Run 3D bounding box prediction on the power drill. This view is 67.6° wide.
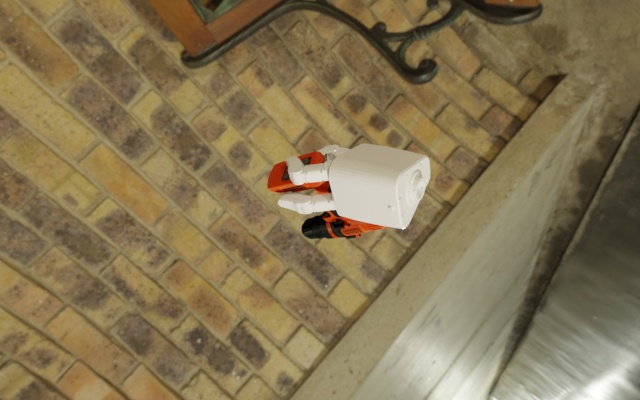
[{"bbox_3d":[0.000,0.002,0.798,0.184,0.057,0.188,-15,-40,36],"label":"power drill"}]
